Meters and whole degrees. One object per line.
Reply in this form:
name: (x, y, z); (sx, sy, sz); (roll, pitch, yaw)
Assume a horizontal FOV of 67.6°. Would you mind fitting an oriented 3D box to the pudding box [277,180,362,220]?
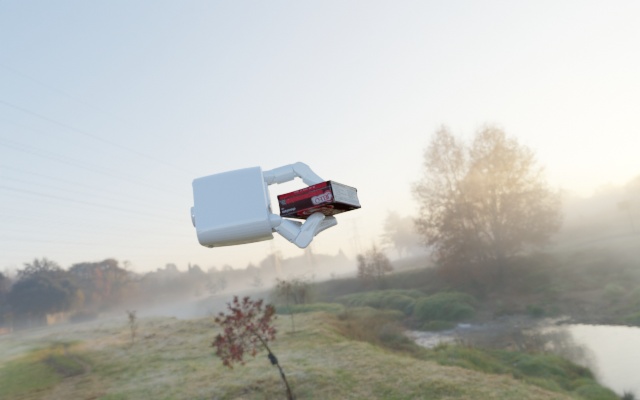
pudding box: (0.000, 0.002, 0.722); (0.090, 0.039, 0.113); (-15, -9, 23)
